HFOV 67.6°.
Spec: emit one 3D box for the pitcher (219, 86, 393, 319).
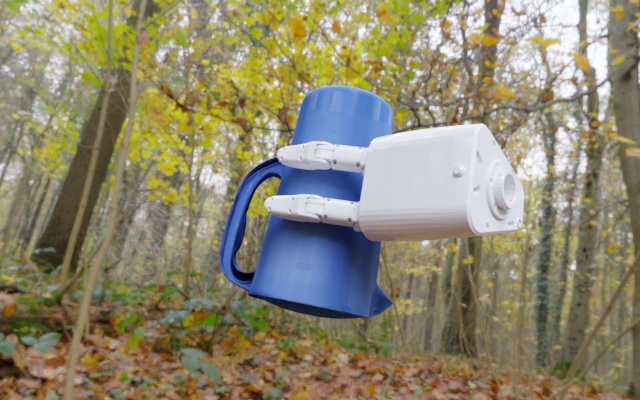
[{"bbox_3d":[0.000,0.002,0.525,0.145,0.242,0.149,-5,-21,45],"label":"pitcher"}]
